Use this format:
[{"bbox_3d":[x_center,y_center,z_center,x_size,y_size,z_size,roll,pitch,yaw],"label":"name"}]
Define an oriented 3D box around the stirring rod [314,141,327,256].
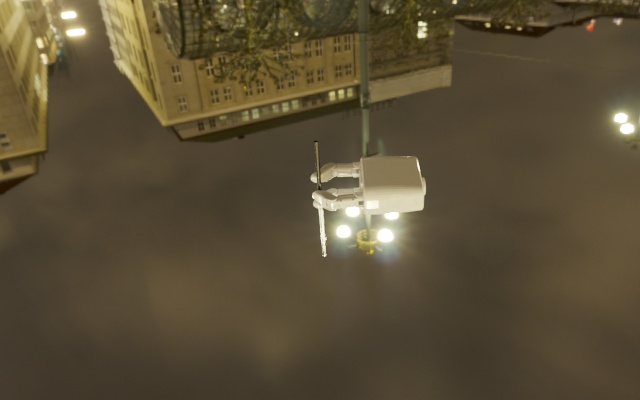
[{"bbox_3d":[0.000,0.003,0.889,0.011,0.240,0.011,-3,28,2],"label":"stirring rod"}]
